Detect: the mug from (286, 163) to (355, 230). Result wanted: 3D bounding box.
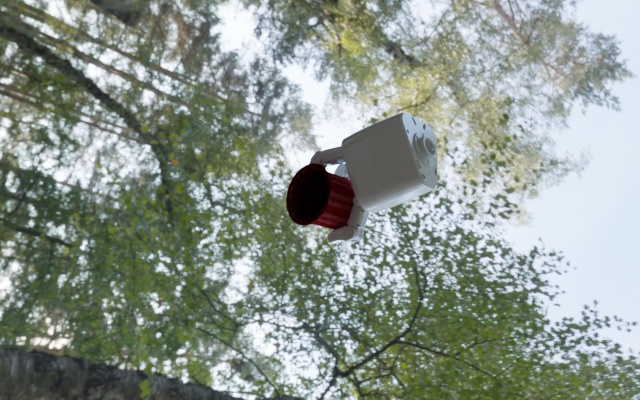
[{"bbox_3d":[-0.001,0.003,0.728,0.117,0.093,0.081,-21,-26,39],"label":"mug"}]
